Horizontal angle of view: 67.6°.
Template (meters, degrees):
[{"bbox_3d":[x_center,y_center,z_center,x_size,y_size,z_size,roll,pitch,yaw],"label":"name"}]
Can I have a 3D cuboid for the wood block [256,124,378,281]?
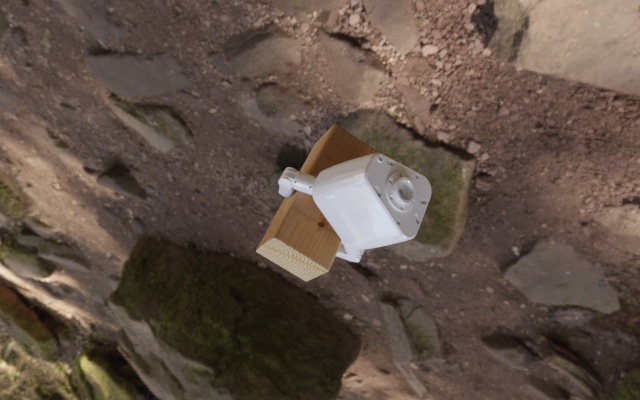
[{"bbox_3d":[0.000,0.002,0.709,0.091,0.206,0.090,33,-28,-11],"label":"wood block"}]
